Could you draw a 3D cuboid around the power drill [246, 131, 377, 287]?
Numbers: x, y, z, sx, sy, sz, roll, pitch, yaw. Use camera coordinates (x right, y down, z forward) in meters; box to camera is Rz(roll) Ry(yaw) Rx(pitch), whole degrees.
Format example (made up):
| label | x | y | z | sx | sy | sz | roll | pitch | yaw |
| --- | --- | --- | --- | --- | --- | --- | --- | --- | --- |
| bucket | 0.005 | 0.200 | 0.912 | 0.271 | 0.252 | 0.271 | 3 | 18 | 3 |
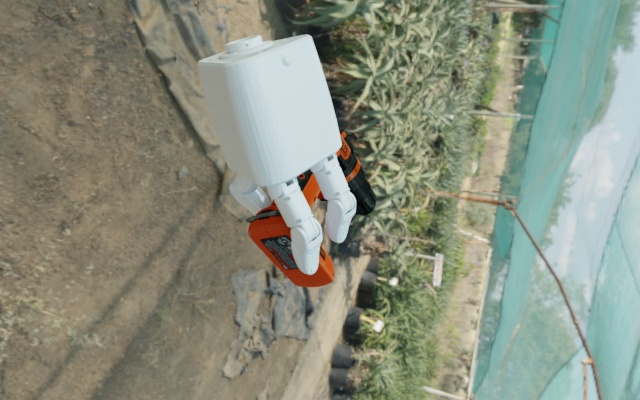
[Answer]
| label | x | y | z | sx | sy | sz | roll | pitch | yaw |
| --- | --- | --- | --- | --- | --- | --- | --- | --- | --- |
| power drill | 0.000 | 0.002 | 0.546 | 0.057 | 0.187 | 0.184 | -15 | -51 | 32 |
